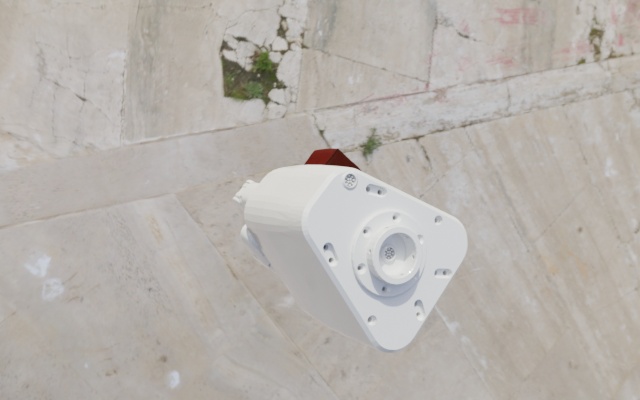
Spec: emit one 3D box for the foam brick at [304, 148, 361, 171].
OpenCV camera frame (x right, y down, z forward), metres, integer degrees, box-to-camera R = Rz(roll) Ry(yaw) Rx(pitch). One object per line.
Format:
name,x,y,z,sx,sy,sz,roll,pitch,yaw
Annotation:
foam brick,0.000,0.001,0.405,0.053,0.078,0.051,41,-15,-19
